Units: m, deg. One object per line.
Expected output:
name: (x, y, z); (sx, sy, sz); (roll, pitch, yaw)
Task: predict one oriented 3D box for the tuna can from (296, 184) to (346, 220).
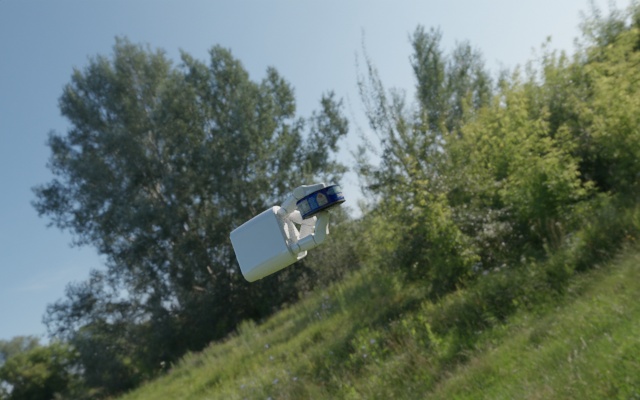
tuna can: (0.000, 0.002, 0.857); (0.086, 0.033, 0.086); (-24, -6, -3)
